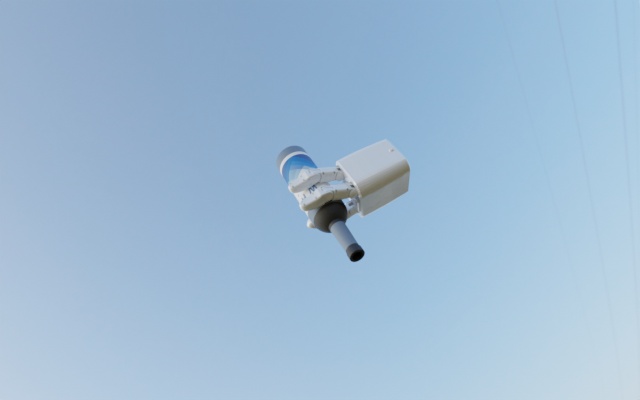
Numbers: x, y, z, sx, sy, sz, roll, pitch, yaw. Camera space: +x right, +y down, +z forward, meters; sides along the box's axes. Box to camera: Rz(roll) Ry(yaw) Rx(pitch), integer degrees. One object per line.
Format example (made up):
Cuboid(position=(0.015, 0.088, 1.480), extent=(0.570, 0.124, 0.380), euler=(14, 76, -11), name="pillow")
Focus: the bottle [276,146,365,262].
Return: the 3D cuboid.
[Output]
Cuboid(position=(0.000, 0.003, 0.867), extent=(0.069, 0.069, 0.295), euler=(0, 36, -30), name="bottle")
